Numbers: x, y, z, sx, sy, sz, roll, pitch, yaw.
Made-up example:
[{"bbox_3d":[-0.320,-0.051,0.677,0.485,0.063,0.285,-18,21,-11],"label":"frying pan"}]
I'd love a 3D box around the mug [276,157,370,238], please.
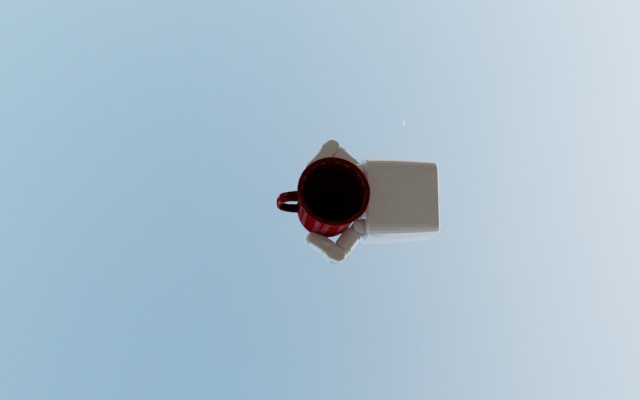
[{"bbox_3d":[-0.001,0.002,0.633,0.117,0.093,0.081,-5,-19,-10],"label":"mug"}]
